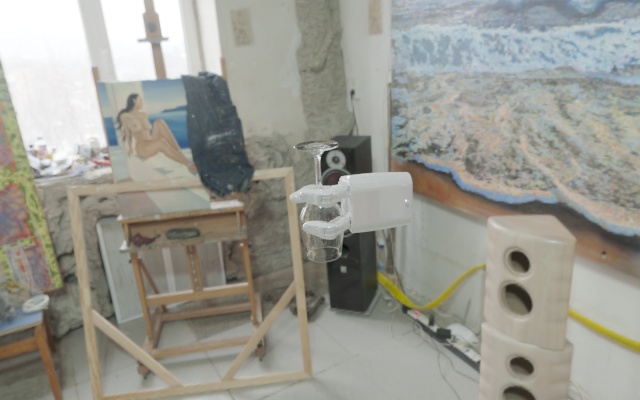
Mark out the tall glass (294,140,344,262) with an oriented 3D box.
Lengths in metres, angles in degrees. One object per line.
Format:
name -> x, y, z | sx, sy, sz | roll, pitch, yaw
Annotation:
tall glass -> 0.000, 0.002, 0.816 | 0.079, 0.201, 0.079 | -3, 20, 1
